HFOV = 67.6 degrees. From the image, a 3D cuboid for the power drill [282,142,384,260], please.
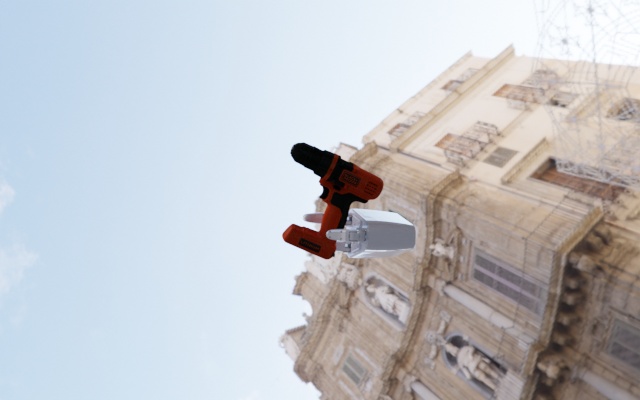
[{"bbox_3d":[0.000,0.003,0.888,0.184,0.188,0.057,25,15,-8],"label":"power drill"}]
